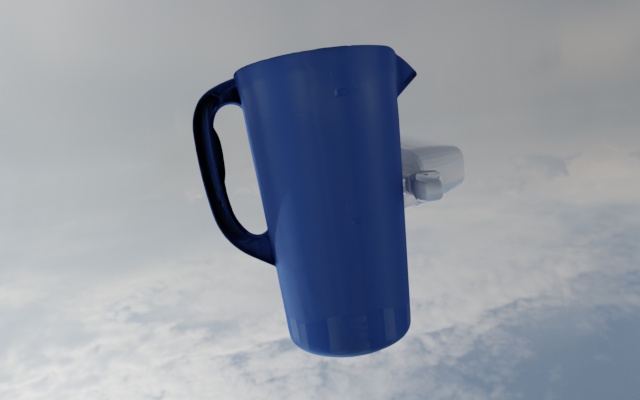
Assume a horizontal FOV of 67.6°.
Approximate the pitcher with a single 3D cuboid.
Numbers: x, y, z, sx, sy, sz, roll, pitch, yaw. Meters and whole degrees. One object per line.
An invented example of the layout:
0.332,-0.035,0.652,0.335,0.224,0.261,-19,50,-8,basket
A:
0.000,0.001,0.406,0.149,0.243,0.145,-2,9,37,pitcher
